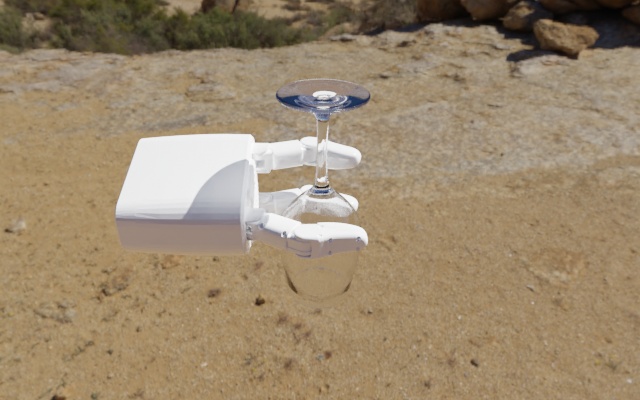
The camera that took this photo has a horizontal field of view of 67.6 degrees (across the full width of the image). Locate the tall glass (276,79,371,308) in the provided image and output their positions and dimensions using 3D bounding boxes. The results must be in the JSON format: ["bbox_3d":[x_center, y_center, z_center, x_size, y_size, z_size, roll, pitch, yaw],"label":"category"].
[{"bbox_3d":[0.000,0.001,0.424,0.079,0.201,0.079,1,32,0],"label":"tall glass"}]
